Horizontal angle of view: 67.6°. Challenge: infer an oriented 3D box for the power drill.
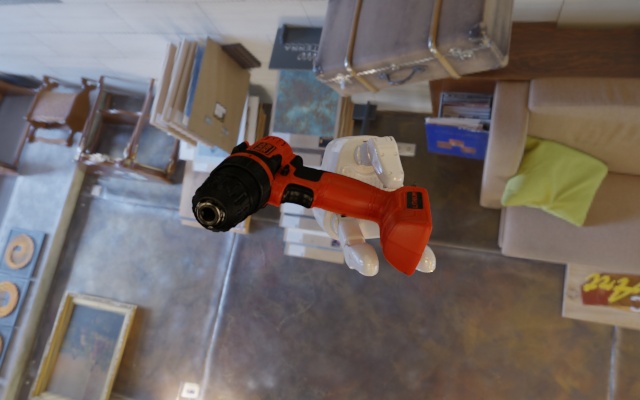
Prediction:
[{"bbox_3d":[0.001,0.001,0.420,0.187,0.057,0.184,20,23,3],"label":"power drill"}]
